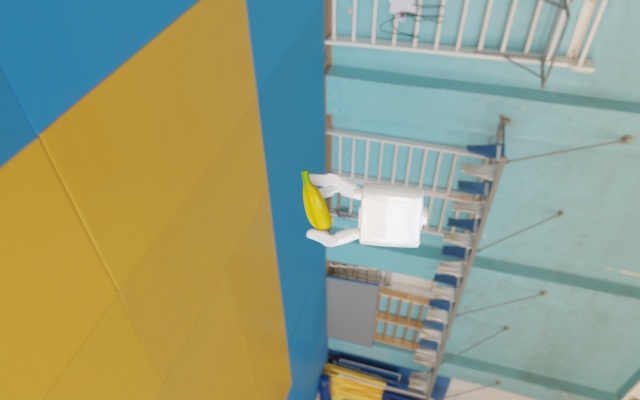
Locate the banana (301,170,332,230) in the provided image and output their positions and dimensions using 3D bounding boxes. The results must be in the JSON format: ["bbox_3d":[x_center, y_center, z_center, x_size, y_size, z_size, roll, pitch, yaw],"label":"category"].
[{"bbox_3d":[-0.001,0.018,0.876,0.037,0.069,0.198,-2,-25,9],"label":"banana"}]
